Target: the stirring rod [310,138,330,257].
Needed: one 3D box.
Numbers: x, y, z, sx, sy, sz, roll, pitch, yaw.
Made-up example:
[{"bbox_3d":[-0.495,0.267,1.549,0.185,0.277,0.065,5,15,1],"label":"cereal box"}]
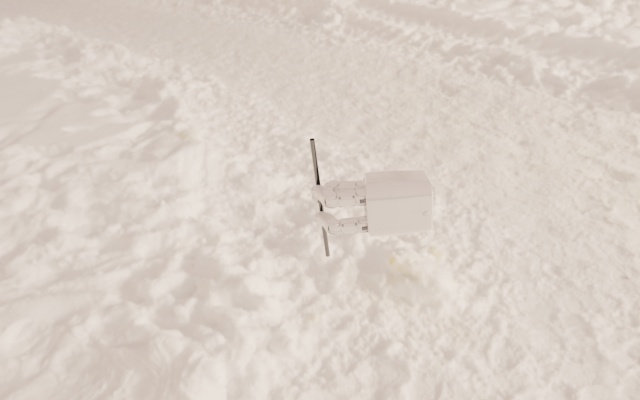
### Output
[{"bbox_3d":[0.000,0.003,0.822,0.011,0.240,0.011,-5,34,4],"label":"stirring rod"}]
